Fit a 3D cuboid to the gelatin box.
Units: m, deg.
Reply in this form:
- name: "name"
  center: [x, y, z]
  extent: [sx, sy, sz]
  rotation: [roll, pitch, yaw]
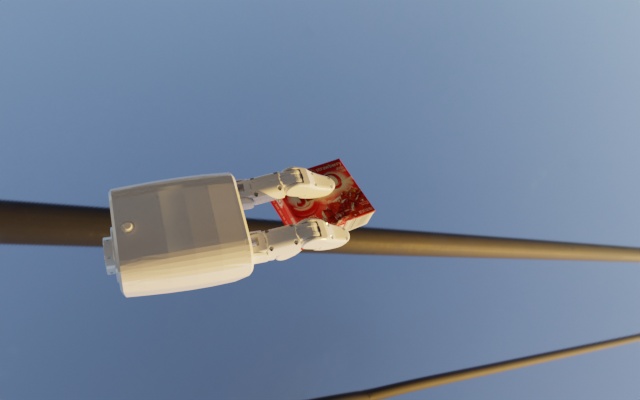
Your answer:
- name: "gelatin box"
  center: [0.000, 0.002, 0.491]
  extent: [0.089, 0.073, 0.030]
  rotation: [-19, -26, -31]
